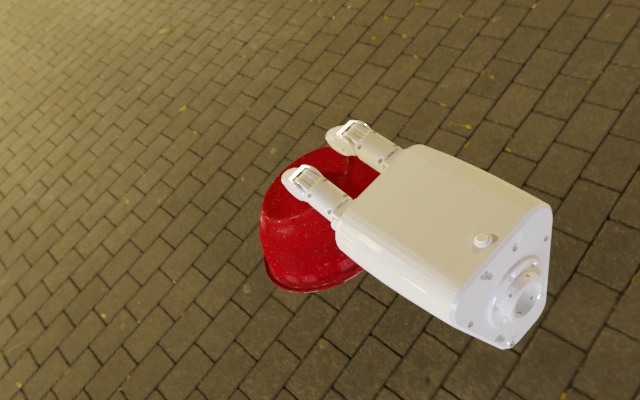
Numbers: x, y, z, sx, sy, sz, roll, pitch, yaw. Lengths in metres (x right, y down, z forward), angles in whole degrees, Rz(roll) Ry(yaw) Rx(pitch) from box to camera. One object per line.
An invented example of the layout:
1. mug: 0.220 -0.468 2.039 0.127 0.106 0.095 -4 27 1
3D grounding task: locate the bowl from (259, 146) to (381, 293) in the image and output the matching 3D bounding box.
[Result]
1. bowl: -0.001 0.001 0.433 0.162 0.162 0.055 0 -42 46
